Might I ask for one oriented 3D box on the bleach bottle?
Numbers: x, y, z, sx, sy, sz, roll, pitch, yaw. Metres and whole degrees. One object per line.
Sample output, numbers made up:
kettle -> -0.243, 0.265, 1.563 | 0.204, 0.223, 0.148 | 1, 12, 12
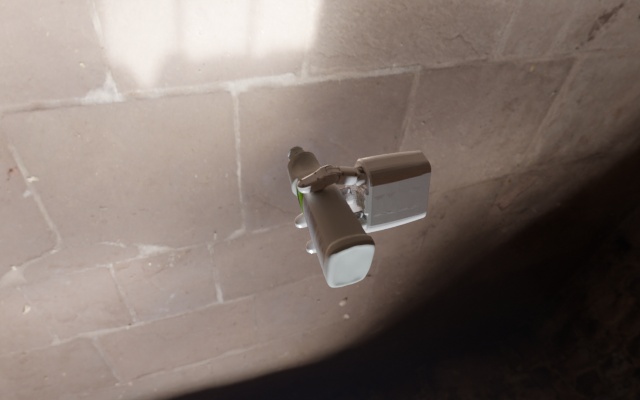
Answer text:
bleach bottle -> 0.000, 0.002, 0.726 | 0.068, 0.250, 0.103 | -12, -40, -16
